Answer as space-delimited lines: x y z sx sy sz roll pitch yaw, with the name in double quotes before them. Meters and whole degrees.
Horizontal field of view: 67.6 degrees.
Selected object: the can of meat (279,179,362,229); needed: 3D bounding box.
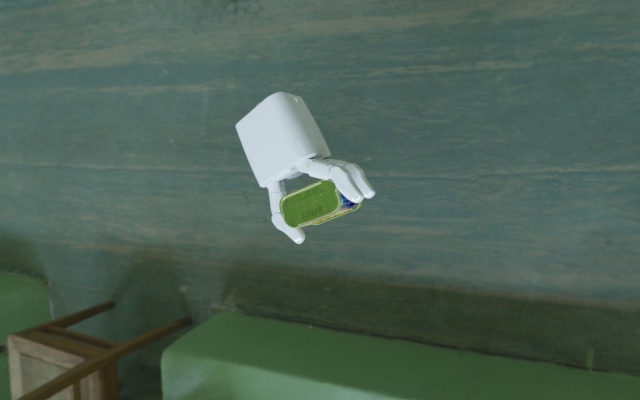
"can of meat" 0.000 0.002 0.709 0.102 0.057 0.084 -22 -5 23
